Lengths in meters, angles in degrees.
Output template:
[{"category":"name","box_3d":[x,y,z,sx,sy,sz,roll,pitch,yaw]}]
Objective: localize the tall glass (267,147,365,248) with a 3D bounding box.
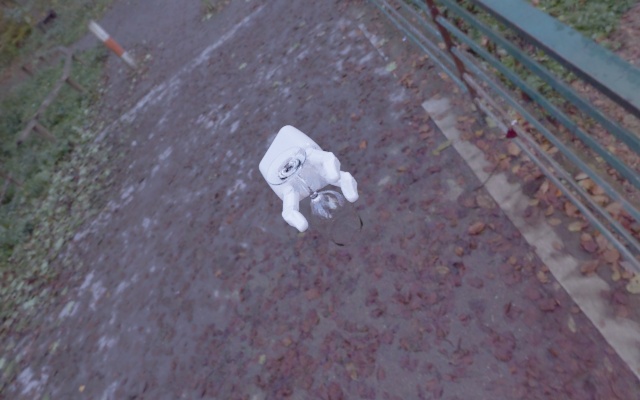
[{"category":"tall glass","box_3d":[0.000,0.002,0.793,0.079,0.079,0.201,0,-35,41]}]
